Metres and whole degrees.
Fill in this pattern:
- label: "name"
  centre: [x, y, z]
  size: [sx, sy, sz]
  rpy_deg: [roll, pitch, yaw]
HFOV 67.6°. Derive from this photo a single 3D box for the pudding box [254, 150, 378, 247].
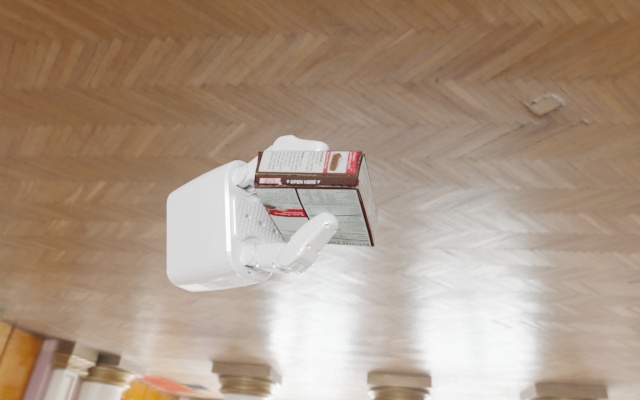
- label: "pudding box"
  centre: [0.000, 0.002, 0.421]
  size: [0.090, 0.039, 0.114]
  rpy_deg: [1, -28, 13]
